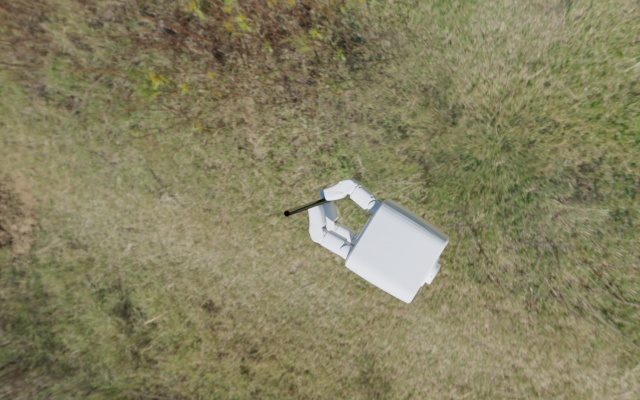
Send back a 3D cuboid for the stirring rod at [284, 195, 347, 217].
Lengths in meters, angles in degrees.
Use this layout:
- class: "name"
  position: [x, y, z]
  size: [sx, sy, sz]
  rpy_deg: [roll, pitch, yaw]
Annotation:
- class: "stirring rod"
  position: [0.000, 0.002, 0.697]
  size: [0.011, 0.011, 0.239]
  rpy_deg: [0, 7, 20]
